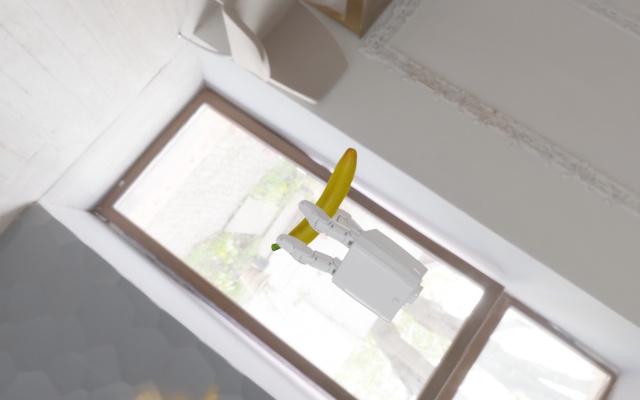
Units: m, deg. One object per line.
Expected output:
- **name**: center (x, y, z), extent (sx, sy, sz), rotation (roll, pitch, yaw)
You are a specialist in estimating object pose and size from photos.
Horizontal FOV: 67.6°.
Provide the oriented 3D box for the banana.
- **banana**: center (0.004, 0.008, 0.743), extent (0.037, 0.198, 0.069), rotation (38, 3, 20)
